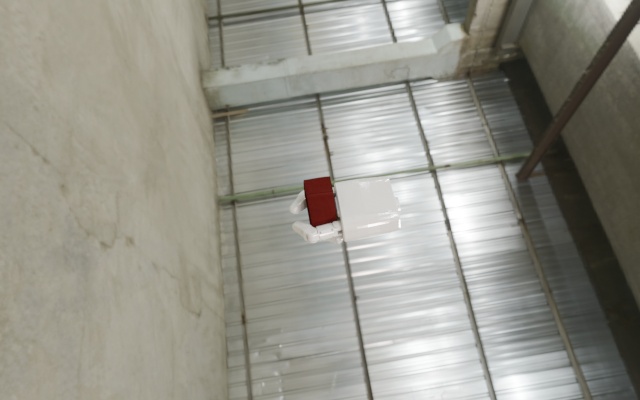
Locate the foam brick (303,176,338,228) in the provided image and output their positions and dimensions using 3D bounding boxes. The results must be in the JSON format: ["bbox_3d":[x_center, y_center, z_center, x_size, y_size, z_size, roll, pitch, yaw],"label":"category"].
[{"bbox_3d":[0.000,0.003,0.873,0.051,0.078,0.053,-9,35,1],"label":"foam brick"}]
